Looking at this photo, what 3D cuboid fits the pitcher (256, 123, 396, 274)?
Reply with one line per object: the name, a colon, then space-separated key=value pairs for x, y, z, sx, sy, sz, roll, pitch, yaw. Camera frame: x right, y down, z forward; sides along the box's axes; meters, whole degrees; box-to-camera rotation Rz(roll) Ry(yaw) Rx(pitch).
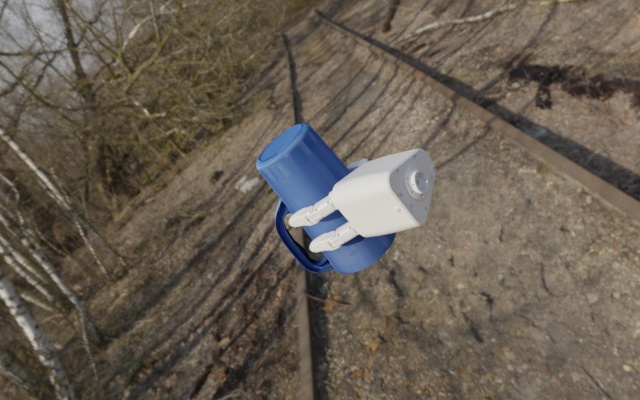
pitcher: x=0.000 y=0.003 z=0.789 sx=0.145 sy=0.243 sz=0.149 roll=-13 pitch=34 yaw=50
